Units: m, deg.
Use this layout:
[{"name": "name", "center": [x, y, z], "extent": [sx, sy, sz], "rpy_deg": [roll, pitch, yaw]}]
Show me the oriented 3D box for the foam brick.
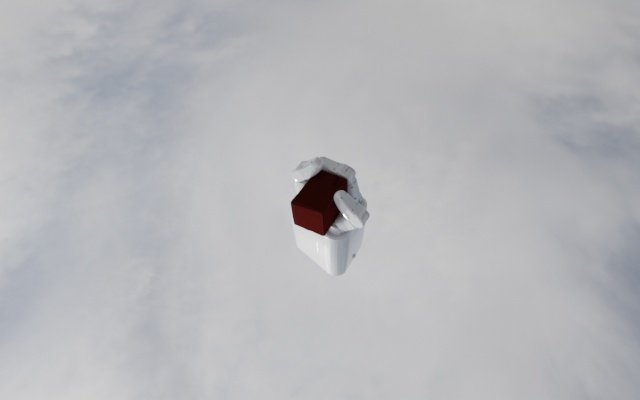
[{"name": "foam brick", "center": [0.000, 0.002, 0.689], "extent": [0.053, 0.051, 0.078], "rpy_deg": [21, 51, 20]}]
